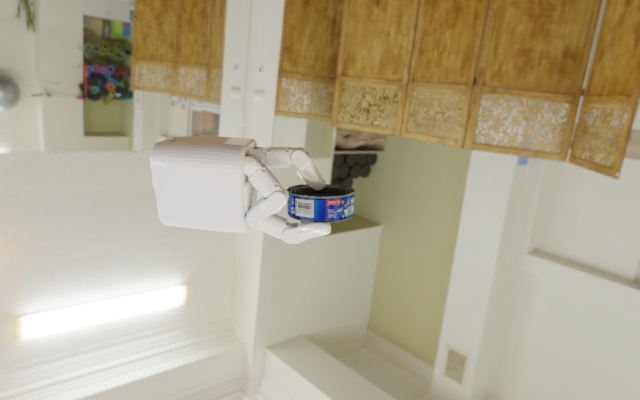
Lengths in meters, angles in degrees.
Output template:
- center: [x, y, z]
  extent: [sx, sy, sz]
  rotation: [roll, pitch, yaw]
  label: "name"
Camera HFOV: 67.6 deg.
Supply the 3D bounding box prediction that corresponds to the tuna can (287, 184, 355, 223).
- center: [0.000, 0.003, 0.605]
  extent: [0.086, 0.034, 0.086]
  rotation: [1, 12, 0]
  label: "tuna can"
